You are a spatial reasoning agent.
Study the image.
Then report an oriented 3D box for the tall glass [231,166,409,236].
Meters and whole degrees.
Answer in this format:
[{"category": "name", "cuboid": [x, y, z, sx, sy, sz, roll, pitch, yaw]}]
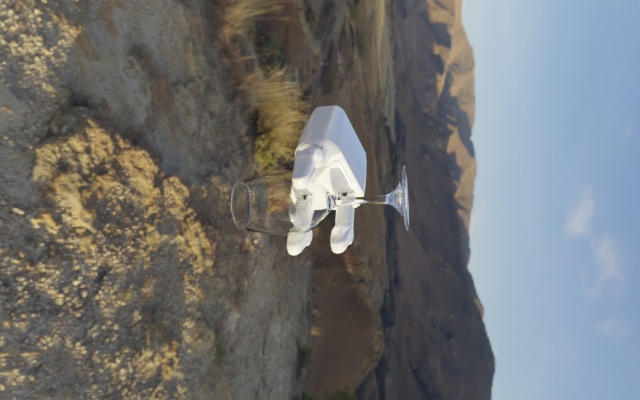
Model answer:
[{"category": "tall glass", "cuboid": [0.001, 0.002, 0.561, 0.201, 0.079, 0.079, -3, -1, 13]}]
